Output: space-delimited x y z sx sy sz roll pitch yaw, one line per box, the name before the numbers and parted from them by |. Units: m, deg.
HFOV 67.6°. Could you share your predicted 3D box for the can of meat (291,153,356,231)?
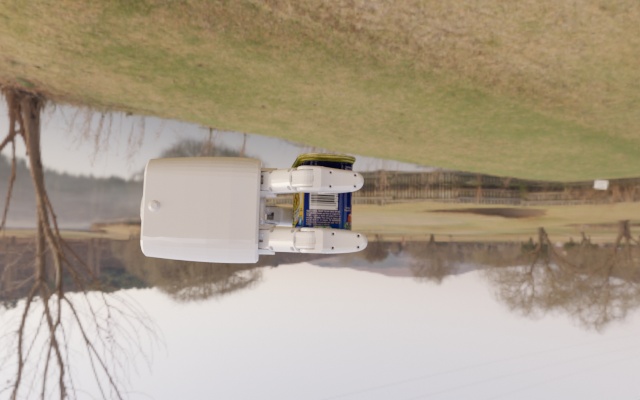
can of meat | 0.000 0.002 0.492 0.057 0.084 0.102 3 -5 -9
